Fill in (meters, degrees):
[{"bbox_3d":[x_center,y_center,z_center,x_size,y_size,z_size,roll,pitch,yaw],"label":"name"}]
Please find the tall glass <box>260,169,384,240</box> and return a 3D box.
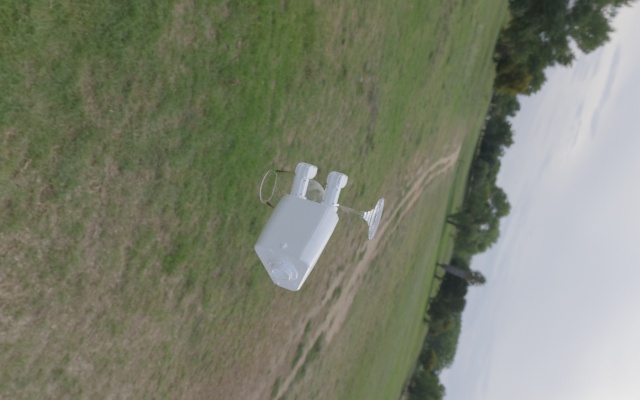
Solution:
[{"bbox_3d":[0.001,0.003,0.808,0.201,0.079,0.079,17,5,16],"label":"tall glass"}]
